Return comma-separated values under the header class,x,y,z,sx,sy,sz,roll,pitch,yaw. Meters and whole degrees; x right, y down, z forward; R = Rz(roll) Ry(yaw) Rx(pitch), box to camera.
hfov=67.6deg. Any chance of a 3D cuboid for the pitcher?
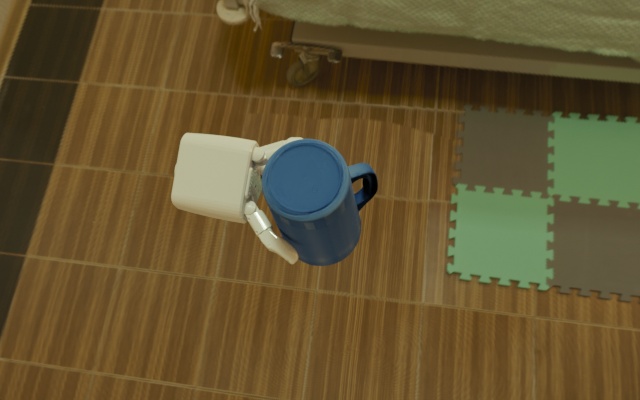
class,x,y,z,sx,sy,sz,roll,pitch,yaw
pitcher,0.000,0.002,0.681,0.145,0.149,0.243,12,-16,8
